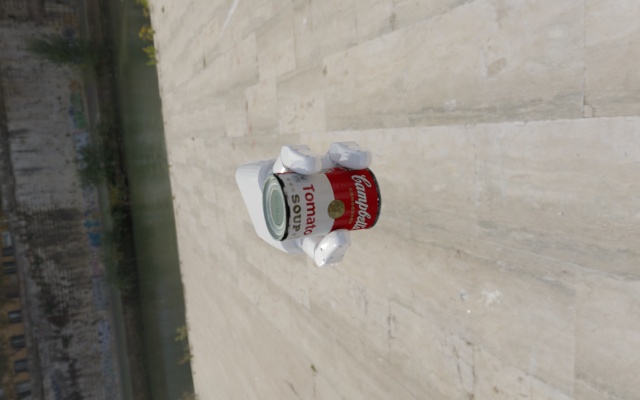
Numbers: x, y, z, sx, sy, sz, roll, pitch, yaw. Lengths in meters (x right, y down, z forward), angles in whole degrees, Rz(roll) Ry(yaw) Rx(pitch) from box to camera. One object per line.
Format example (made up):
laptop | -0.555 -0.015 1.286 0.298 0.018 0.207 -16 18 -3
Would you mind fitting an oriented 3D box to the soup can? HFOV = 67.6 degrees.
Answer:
soup can | 0.000 0.002 0.478 0.102 0.068 0.068 -7 3 -25
